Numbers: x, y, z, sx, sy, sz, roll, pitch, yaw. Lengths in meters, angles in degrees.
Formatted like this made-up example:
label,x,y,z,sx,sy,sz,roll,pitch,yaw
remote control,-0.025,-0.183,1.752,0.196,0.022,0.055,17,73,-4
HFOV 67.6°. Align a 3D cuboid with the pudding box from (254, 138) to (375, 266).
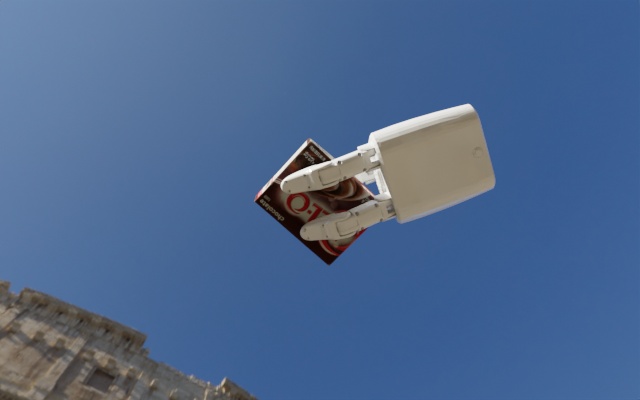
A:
label,x,y,z,sx,sy,sz,roll,pitch,yaw
pudding box,0.000,0.002,0.521,0.113,0.090,0.039,42,11,-9
